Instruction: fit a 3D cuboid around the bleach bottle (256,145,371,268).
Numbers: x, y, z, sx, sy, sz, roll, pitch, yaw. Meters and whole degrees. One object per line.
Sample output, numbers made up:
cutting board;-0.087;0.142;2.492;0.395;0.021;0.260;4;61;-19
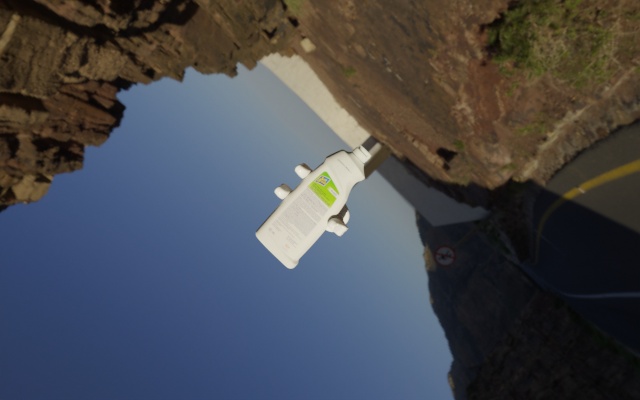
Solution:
bleach bottle;0.000;0.003;0.878;0.251;0.102;0.068;-45;2;7
